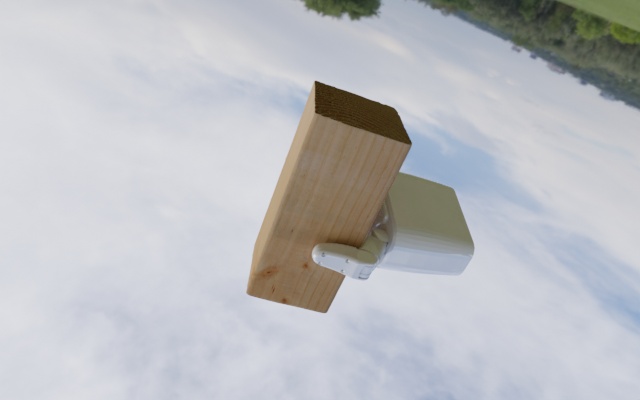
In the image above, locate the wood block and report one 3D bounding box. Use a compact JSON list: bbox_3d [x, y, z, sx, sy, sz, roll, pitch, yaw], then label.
[{"bbox_3d":[0.000,0.002,0.478,0.090,0.206,0.090,16,29,-12],"label":"wood block"}]
